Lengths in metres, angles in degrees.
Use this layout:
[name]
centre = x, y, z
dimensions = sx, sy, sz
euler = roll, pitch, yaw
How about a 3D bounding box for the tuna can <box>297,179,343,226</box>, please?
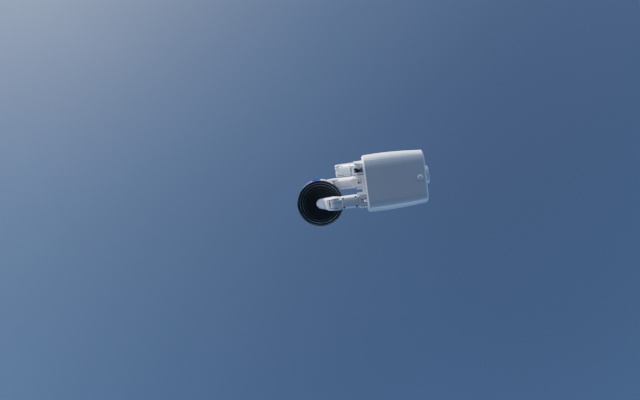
[tuna can]
centre = 0.000, 0.003, 0.895
dimensions = 0.086, 0.086, 0.033
euler = 0, 9, 0
